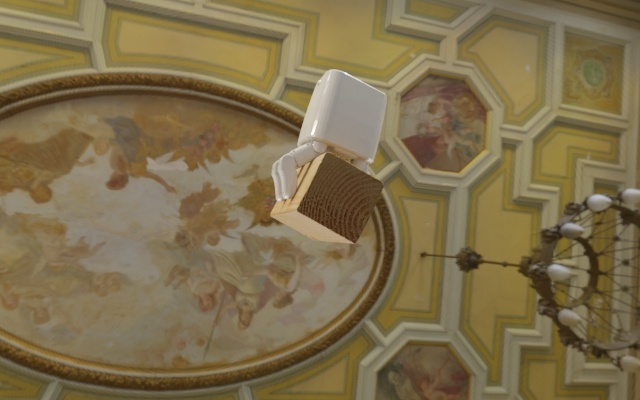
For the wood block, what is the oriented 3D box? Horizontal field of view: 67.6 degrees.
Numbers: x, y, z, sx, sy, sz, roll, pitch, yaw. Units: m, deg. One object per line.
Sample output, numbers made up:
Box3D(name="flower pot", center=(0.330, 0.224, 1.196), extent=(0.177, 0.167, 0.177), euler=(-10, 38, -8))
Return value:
Box3D(name="wood block", center=(0.001, 0.002, 0.698), extent=(0.091, 0.090, 0.206), euler=(29, -10, -11))
